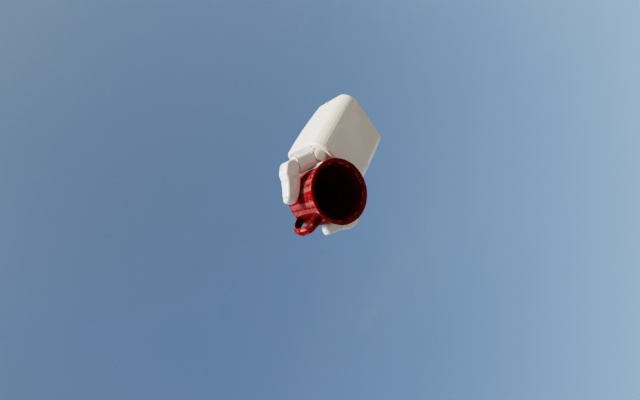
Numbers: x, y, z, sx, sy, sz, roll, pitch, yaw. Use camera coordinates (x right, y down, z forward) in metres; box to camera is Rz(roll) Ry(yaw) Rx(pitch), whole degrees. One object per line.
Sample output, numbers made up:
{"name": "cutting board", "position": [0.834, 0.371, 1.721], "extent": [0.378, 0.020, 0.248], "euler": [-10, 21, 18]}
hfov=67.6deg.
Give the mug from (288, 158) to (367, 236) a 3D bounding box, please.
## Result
{"name": "mug", "position": [-0.001, 0.003, 0.676], "extent": [0.093, 0.117, 0.081], "euler": [40, -26, -21]}
